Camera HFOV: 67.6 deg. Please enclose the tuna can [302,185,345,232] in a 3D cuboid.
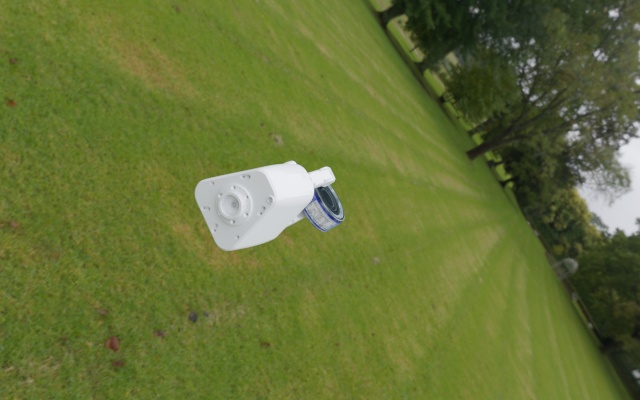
[{"bbox_3d":[0.001,0.002,0.719,0.034,0.086,0.086,-31,-11,18],"label":"tuna can"}]
